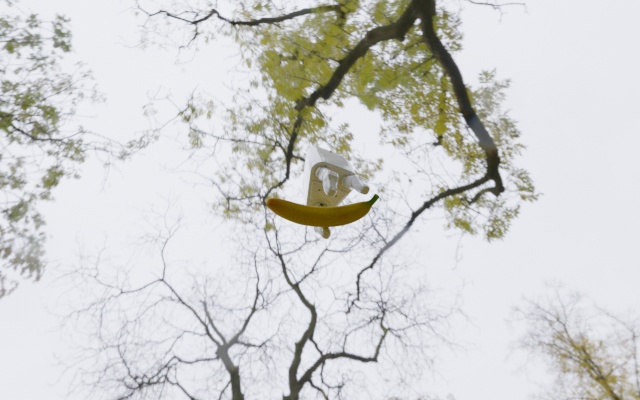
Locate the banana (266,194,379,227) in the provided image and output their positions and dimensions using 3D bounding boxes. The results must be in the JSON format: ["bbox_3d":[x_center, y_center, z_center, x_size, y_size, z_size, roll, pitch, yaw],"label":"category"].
[{"bbox_3d":[0.003,0.019,0.855,0.198,0.070,0.037,-4,32,-6],"label":"banana"}]
